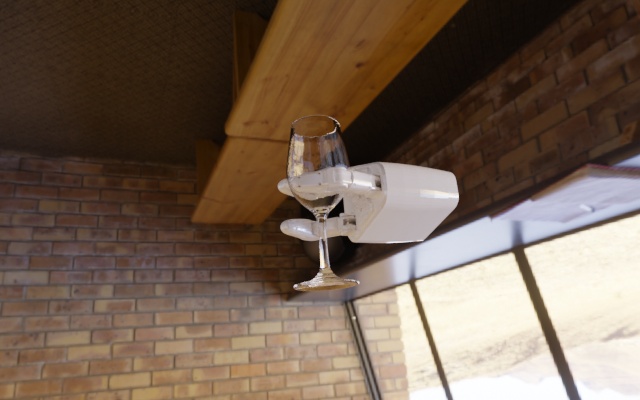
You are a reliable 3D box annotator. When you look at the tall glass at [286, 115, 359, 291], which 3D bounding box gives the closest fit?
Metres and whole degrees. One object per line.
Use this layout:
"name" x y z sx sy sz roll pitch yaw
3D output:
"tall glass" 0.000 0.002 0.567 0.079 0.201 0.079 -4 -18 -1
